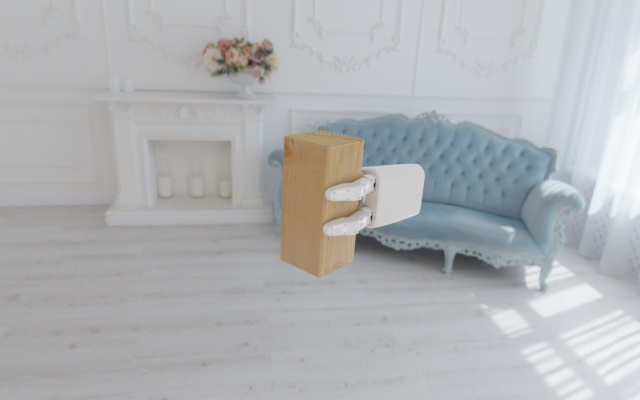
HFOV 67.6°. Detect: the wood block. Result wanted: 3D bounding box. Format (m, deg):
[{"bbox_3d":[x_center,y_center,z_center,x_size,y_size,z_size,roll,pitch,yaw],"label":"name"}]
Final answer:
[{"bbox_3d":[0.000,0.002,0.753,0.091,0.206,0.090,19,25,38],"label":"wood block"}]
